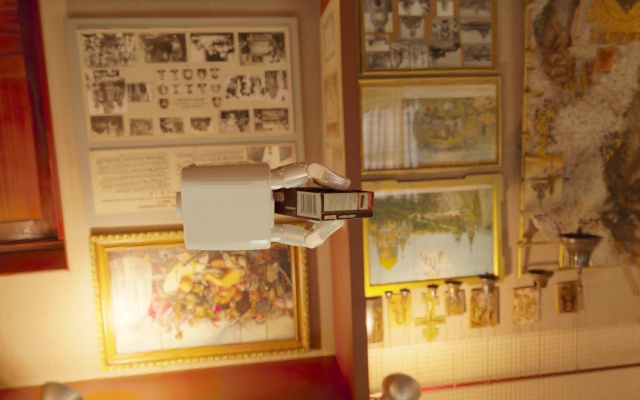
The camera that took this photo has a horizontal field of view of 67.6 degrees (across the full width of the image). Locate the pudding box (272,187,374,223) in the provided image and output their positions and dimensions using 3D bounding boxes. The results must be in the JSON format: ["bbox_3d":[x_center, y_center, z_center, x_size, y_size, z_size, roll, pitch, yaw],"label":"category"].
[{"bbox_3d":[0.000,0.002,0.628,0.090,0.039,0.113,-3,8,-38],"label":"pudding box"}]
